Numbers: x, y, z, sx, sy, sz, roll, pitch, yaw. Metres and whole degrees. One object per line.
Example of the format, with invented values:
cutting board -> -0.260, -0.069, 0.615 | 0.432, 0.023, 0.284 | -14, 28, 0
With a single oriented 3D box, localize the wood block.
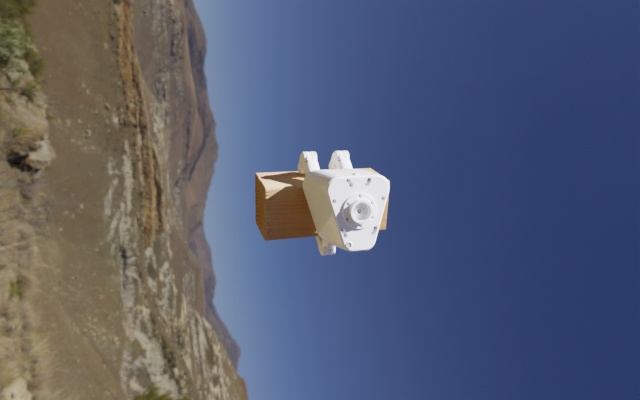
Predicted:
wood block -> 0.000, 0.003, 0.797 | 0.206, 0.091, 0.090 | -3, 19, -17
